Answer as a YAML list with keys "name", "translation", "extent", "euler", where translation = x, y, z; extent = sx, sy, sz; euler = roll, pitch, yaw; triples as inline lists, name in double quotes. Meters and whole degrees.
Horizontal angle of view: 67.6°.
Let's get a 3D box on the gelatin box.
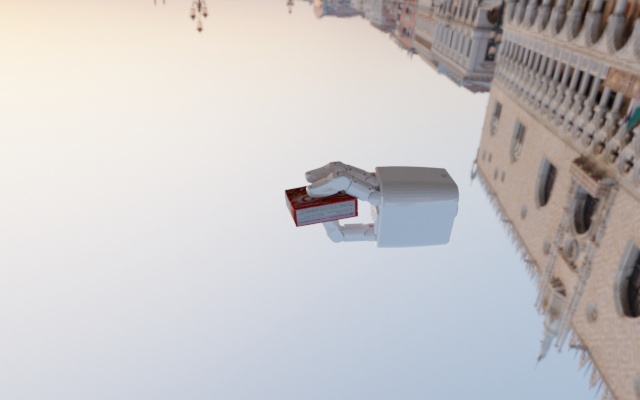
- name: "gelatin box"
  translation: [0.000, 0.003, 0.663]
  extent: [0.089, 0.030, 0.073]
  euler: [-10, 25, -10]
